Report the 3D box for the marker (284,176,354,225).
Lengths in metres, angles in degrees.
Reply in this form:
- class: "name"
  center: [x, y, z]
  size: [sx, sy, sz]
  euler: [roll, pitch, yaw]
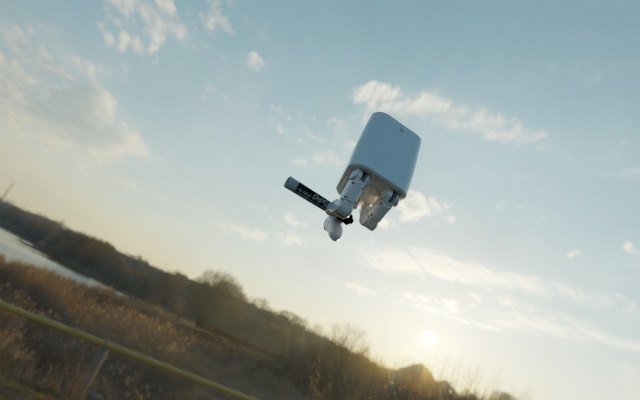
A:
- class: "marker"
  center: [0.000, 0.002, 0.714]
  size: [0.121, 0.020, 0.020]
  euler: [32, -11, -18]
